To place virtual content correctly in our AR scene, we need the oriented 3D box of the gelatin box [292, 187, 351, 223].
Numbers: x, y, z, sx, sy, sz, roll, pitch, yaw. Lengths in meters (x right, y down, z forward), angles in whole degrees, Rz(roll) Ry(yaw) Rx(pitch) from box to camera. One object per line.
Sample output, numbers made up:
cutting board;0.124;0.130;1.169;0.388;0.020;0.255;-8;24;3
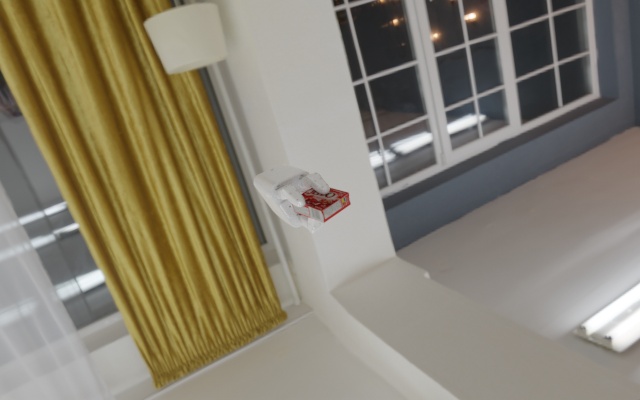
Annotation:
gelatin box;0.000;0.003;0.899;0.073;0.030;0.089;-32;33;-33
